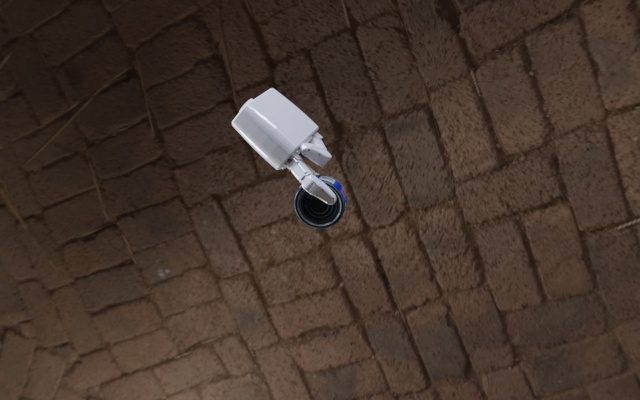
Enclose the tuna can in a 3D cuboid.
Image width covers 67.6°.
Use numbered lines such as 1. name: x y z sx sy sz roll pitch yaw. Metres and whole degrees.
1. tuna can: 0.000 0.003 0.790 0.086 0.086 0.033 0 18 9
